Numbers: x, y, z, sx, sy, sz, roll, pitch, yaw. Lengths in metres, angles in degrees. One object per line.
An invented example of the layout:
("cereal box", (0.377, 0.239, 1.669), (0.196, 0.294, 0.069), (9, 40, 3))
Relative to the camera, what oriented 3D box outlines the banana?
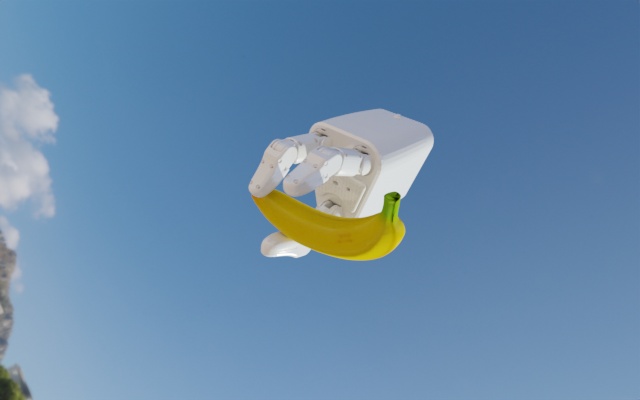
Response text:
("banana", (0.007, 0.019, 0.430), (0.037, 0.070, 0.198), (-27, 19, -37))
